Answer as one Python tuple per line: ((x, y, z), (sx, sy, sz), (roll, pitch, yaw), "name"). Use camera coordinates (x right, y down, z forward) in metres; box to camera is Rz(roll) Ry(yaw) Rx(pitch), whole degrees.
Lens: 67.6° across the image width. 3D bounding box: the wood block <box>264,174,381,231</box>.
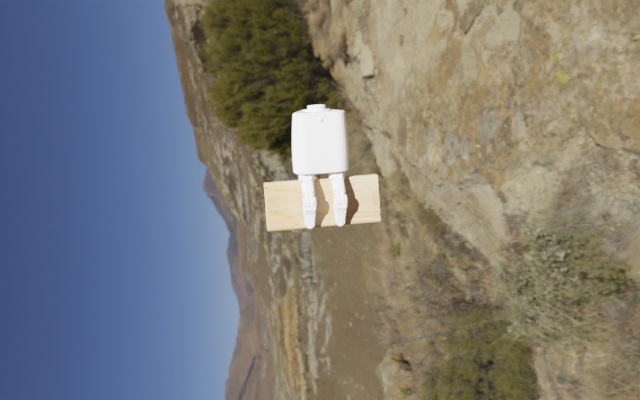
((0.000, 0.003, 0.898), (0.206, 0.090, 0.091), (-4, 2, -7), "wood block")
